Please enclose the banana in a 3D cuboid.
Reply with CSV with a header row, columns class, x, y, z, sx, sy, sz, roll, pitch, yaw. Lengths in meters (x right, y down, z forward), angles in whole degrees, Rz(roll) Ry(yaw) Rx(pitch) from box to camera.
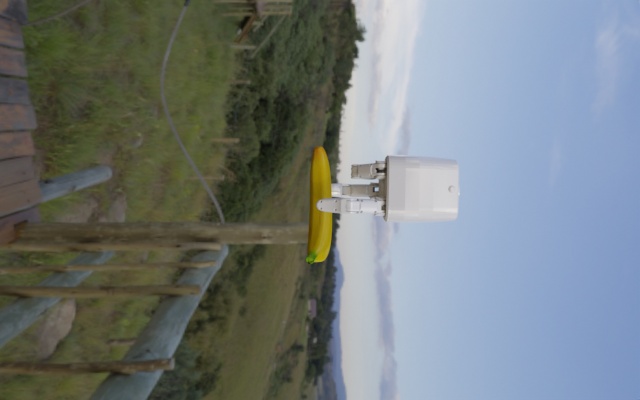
class,x,y,z,sx,sy,sz,roll,pitch,yaw
banana,0.000,0.014,0.740,0.037,0.197,0.070,1,-27,1
